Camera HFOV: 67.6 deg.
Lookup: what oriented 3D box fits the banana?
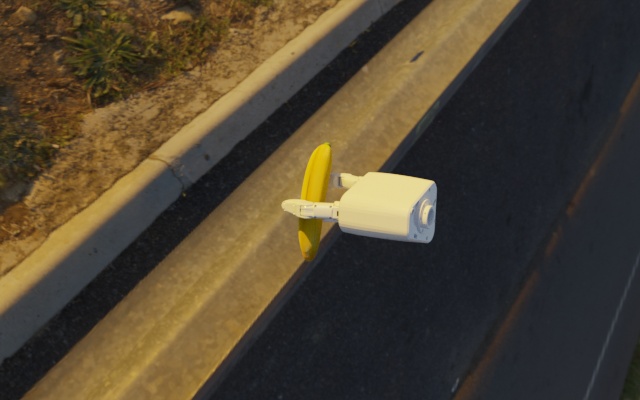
[{"bbox_3d":[-0.006,-0.005,0.743,0.037,0.197,0.070,7,-11,22],"label":"banana"}]
